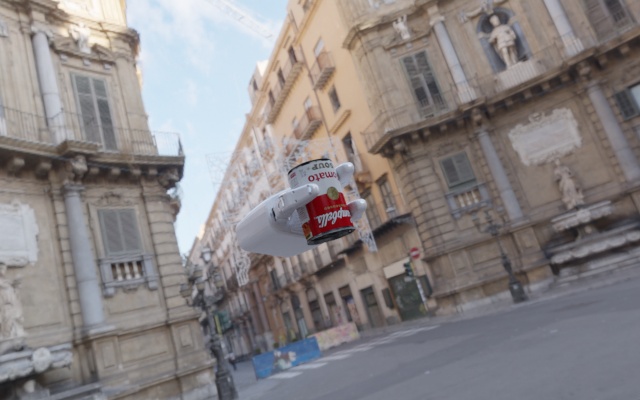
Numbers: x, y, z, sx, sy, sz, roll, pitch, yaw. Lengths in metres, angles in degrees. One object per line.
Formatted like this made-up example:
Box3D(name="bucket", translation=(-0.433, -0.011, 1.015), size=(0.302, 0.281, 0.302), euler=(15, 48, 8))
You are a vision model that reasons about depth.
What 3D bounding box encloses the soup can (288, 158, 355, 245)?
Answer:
Box3D(name="soup can", translation=(0.000, 0.002, 0.650), size=(0.068, 0.102, 0.068), euler=(-16, -14, -4))
